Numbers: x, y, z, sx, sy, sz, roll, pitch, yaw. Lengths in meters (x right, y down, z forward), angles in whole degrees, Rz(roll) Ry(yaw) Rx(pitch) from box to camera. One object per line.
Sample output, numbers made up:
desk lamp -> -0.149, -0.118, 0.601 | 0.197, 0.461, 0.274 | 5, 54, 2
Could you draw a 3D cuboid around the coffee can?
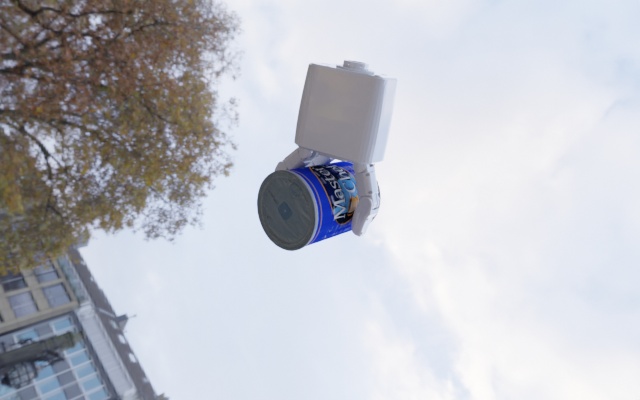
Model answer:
coffee can -> 0.000, 0.002, 0.646 | 0.103, 0.103, 0.140 | 0, 9, 41
